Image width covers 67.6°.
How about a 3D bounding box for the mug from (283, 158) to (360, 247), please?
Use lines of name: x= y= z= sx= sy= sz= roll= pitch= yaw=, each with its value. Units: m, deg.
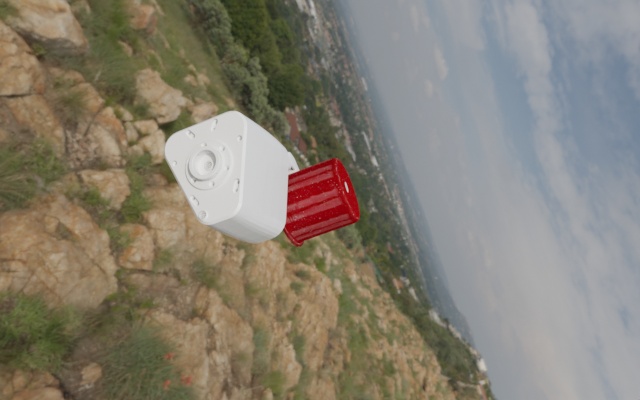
mug: x=0.001 y=0.002 z=0.586 sx=0.081 sy=0.093 sz=0.117 roll=-20 pitch=-17 yaw=13
